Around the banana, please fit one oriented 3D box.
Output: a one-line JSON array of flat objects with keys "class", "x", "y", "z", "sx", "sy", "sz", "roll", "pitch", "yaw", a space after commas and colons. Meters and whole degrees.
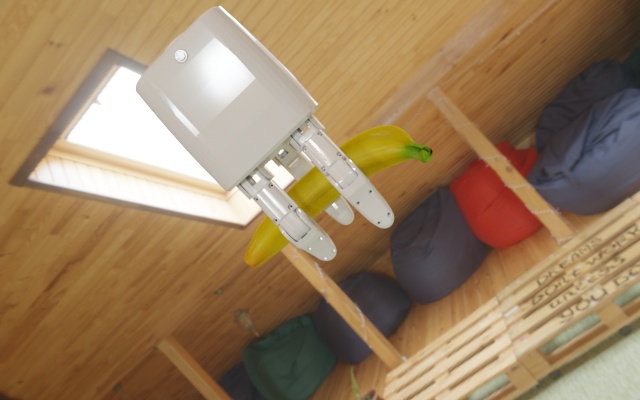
[{"class": "banana", "x": 0.005, "y": -0.010, "z": 0.418, "sx": 0.198, "sy": 0.037, "sz": 0.069, "roll": -35, "pitch": 20, "yaw": 27}]
